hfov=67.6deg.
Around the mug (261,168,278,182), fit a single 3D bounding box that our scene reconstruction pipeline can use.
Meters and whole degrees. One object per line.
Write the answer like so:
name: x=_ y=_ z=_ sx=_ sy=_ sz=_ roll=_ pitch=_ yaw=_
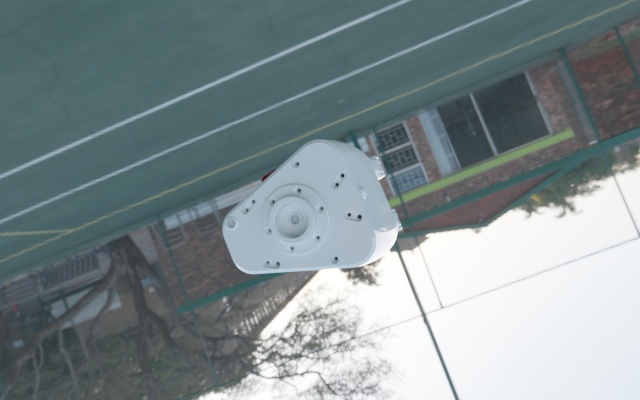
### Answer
mug: x=0.000 y=0.002 z=0.500 sx=0.093 sy=0.081 sz=0.117 roll=-22 pitch=-5 yaw=15
